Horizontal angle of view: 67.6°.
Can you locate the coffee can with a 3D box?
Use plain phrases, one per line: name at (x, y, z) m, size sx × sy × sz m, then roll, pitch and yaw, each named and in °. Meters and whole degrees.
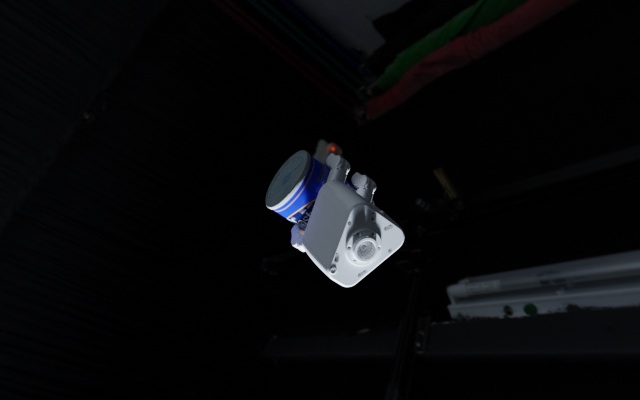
coffee can at (0.000, 0.002, 0.747) m, size 0.140 × 0.102 × 0.103 m, roll 34°, pitch -16°, yaw -24°
